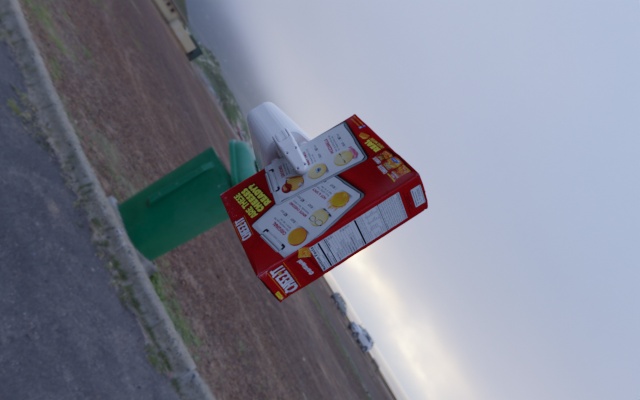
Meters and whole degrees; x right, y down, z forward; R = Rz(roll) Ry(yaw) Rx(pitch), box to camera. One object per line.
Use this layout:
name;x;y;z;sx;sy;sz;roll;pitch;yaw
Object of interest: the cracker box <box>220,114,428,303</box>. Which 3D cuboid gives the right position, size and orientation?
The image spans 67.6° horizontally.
cracker box;0.000;0.002;0.599;0.213;0.072;0.164;-32;43;-3
